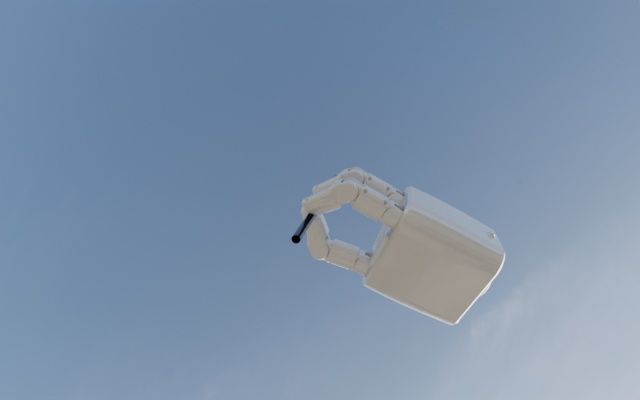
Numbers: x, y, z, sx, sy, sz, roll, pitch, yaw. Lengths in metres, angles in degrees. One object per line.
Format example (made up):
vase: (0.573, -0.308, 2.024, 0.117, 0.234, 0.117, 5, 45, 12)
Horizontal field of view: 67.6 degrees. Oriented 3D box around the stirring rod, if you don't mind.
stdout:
stirring rod: (0.000, 0.002, 0.527, 0.011, 0.011, 0.239, 0, 15, 11)
